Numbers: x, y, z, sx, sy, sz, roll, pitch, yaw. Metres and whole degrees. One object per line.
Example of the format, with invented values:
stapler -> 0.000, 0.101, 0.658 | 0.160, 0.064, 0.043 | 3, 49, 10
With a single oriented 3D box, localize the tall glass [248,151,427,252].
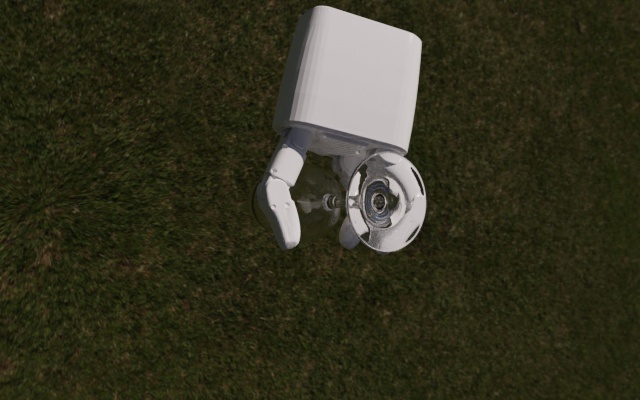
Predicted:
tall glass -> 0.000, 0.002, 0.435 | 0.079, 0.079, 0.201 | 0, -1, -30
